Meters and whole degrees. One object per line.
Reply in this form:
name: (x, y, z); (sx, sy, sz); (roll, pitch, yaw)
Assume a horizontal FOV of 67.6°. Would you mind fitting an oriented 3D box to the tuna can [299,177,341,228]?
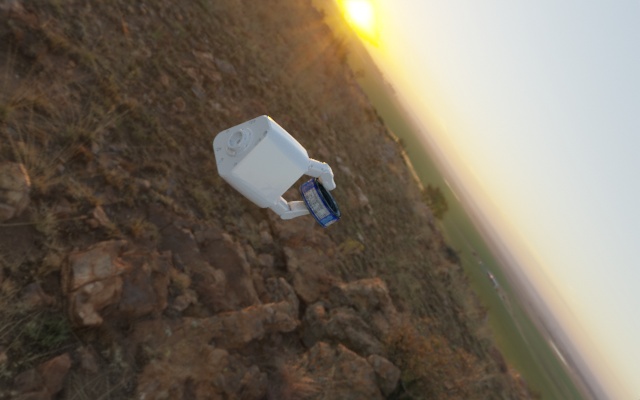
tuna can: (0.001, 0.002, 0.825); (0.034, 0.086, 0.086); (-31, -7, 11)
